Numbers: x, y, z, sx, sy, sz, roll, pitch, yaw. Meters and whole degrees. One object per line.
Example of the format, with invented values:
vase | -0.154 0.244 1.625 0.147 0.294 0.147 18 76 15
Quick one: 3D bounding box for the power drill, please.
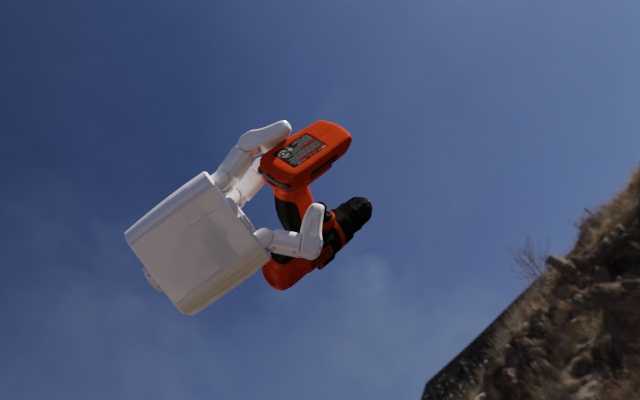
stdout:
power drill | 0.000 0.002 0.579 0.057 0.188 0.184 30 52 32
